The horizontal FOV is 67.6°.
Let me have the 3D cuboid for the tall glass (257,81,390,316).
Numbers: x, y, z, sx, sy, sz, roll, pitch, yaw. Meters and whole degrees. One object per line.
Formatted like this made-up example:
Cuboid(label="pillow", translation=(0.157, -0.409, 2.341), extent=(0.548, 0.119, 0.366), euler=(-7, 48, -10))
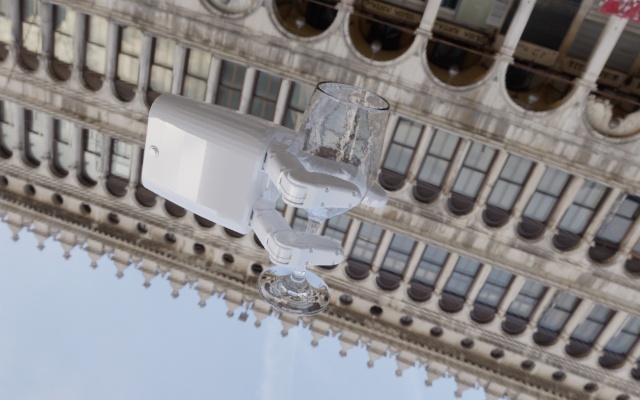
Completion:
Cuboid(label="tall glass", translation=(0.000, 0.002, 0.423), extent=(0.079, 0.201, 0.079), euler=(14, 26, -7))
